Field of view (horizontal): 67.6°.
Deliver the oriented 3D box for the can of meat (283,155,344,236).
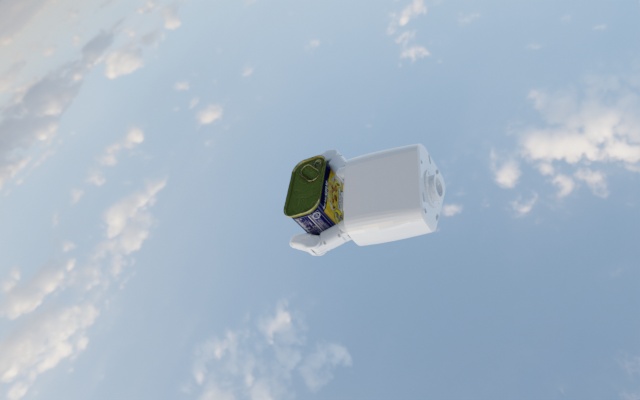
[{"bbox_3d":[0.000,0.002,0.675,0.057,0.102,0.084,-16,-44,29],"label":"can of meat"}]
